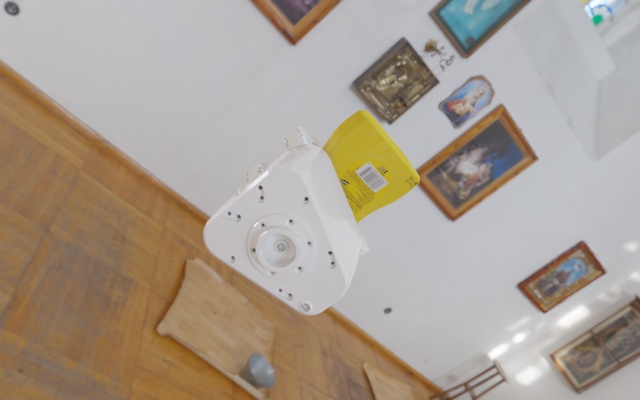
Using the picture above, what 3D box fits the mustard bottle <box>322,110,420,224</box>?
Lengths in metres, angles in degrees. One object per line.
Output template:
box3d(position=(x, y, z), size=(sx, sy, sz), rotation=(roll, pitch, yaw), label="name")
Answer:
box3d(position=(0.000, 0.001, 0.494), size=(0.096, 0.191, 0.058), rotation=(44, 16, -30), label="mustard bottle")
